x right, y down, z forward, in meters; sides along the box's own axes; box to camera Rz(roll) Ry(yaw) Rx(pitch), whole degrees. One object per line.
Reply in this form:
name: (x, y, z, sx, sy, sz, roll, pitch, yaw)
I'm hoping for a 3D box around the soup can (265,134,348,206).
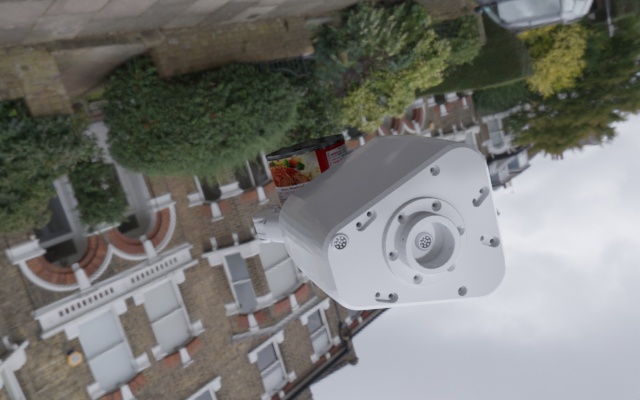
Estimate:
soup can: (0.000, 0.002, 0.409, 0.068, 0.102, 0.068, -15, 12, 3)
